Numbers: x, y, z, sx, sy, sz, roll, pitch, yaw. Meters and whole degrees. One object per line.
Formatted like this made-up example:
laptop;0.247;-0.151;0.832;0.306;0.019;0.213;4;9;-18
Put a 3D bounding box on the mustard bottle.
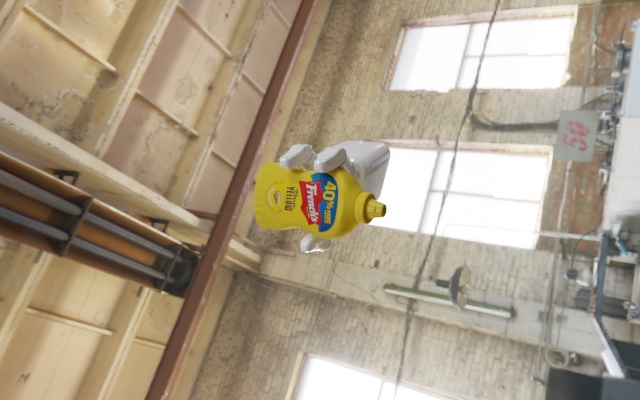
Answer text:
mustard bottle;0.000;0.002;0.652;0.191;0.096;0.058;8;2;31
